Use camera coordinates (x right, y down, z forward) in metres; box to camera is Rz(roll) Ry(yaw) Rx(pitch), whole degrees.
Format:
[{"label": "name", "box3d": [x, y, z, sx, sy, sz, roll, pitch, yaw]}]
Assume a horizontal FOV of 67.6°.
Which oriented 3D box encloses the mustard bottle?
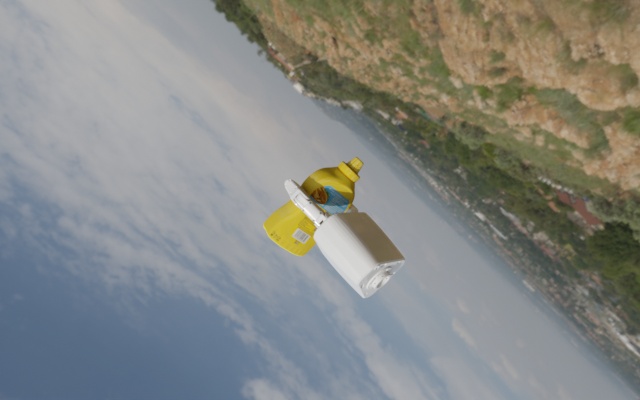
[{"label": "mustard bottle", "box3d": [0.000, 0.003, 0.796, 0.096, 0.191, 0.058, 37, 11, -39]}]
